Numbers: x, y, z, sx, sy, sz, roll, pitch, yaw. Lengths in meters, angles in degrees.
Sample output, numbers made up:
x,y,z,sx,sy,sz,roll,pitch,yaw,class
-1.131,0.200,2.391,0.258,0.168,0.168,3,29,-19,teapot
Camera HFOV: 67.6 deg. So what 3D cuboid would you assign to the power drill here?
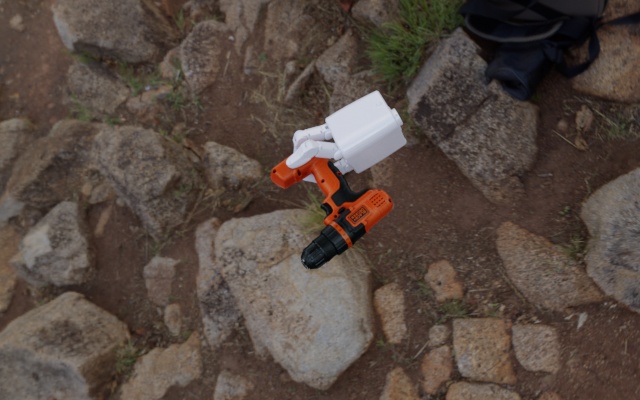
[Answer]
x,y,z,sx,sy,sz,roll,pitch,yaw,class
0.000,0.002,0.812,0.184,0.187,0.057,-37,-19,-15,power drill
